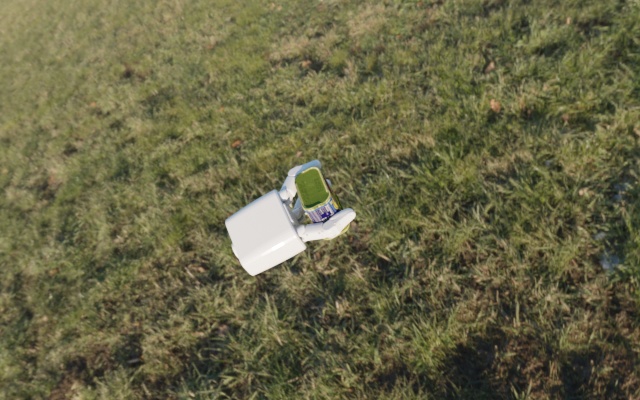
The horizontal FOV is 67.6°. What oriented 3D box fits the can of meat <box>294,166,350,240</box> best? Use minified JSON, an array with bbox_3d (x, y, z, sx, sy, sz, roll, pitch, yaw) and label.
[{"bbox_3d":[0.000,0.003,0.823,0.057,0.102,0.084,-28,-46,6],"label":"can of meat"}]
